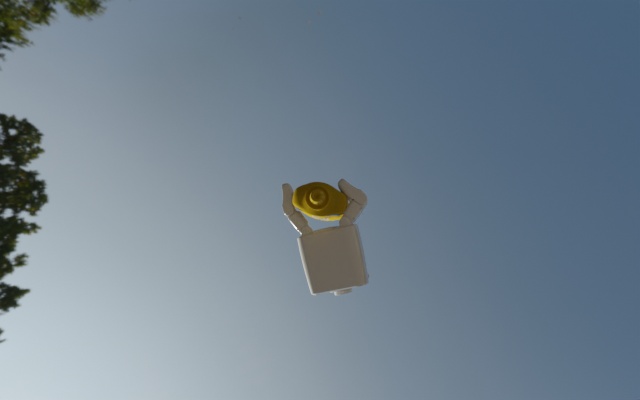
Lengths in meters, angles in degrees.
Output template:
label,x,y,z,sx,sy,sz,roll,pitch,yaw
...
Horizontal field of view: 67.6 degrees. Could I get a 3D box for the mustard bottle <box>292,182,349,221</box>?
label,x,y,z,sx,sy,sz,roll,pitch,yaw
mustard bottle,0.000,0.002,0.850,0.096,0.058,0.191,11,-4,5
